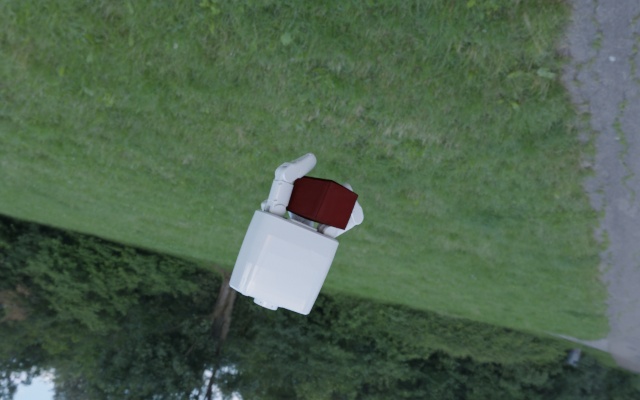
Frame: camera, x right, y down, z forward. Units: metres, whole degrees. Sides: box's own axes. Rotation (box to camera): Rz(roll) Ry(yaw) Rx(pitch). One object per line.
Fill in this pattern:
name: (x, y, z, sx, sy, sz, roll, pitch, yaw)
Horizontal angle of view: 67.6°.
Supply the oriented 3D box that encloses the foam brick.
foam brick: (0.000, 0.002, 0.622, 0.053, 0.051, 0.078, 26, -8, -36)
